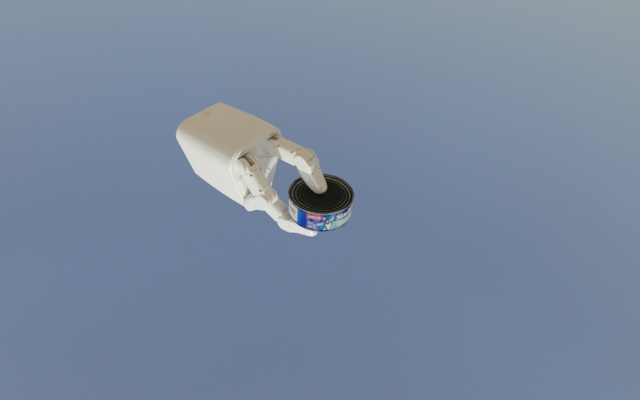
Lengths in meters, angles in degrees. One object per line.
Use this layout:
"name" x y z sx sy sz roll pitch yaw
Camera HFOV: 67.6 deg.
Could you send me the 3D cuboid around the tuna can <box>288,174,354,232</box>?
"tuna can" 0.000 0.003 0.630 0.086 0.034 0.086 3 39 -2
